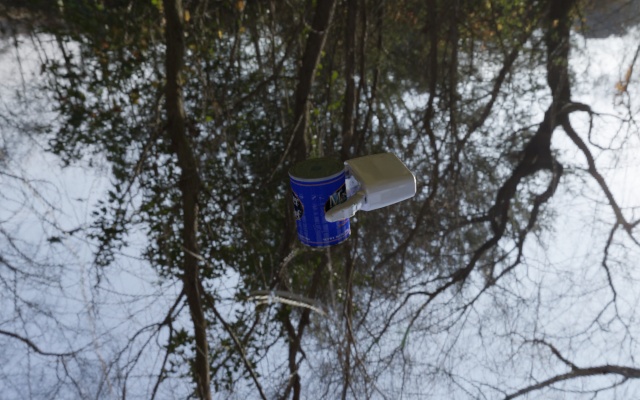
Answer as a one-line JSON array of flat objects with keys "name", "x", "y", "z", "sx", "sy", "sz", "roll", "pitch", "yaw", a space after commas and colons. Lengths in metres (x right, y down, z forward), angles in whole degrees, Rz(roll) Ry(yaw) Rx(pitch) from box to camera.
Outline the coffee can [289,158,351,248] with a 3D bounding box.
[{"name": "coffee can", "x": 0.000, "y": 0.003, "z": 0.893, "sx": 0.103, "sy": 0.140, "sz": 0.102, "roll": -5, "pitch": 25, "yaw": 2}]
